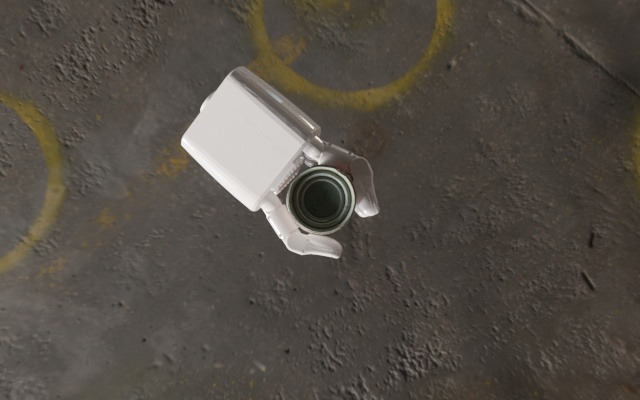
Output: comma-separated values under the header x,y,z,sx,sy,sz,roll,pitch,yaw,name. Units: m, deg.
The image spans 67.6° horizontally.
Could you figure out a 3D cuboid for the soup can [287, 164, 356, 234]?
x,y,z,sx,sy,sz,roll,pitch,yaw,name
0.000,0.002,0.500,0.068,0.068,0.102,0,-4,-2,soup can
